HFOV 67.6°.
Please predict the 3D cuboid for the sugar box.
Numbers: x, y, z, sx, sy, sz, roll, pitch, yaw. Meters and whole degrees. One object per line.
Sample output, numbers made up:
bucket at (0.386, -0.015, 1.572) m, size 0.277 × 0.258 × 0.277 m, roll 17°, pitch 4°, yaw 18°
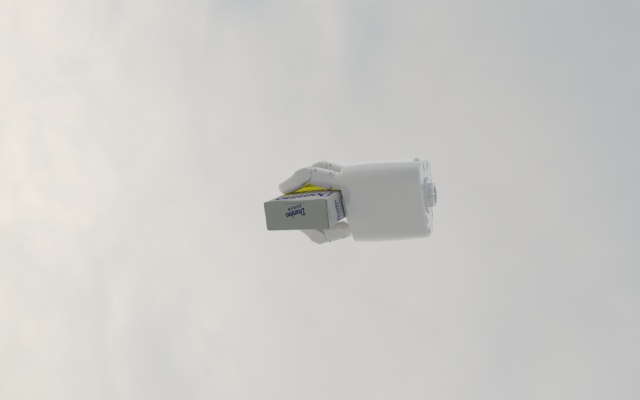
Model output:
sugar box at (0.000, 0.002, 0.693) m, size 0.093 × 0.048 × 0.176 m, roll -3°, pitch 7°, yaw 22°
